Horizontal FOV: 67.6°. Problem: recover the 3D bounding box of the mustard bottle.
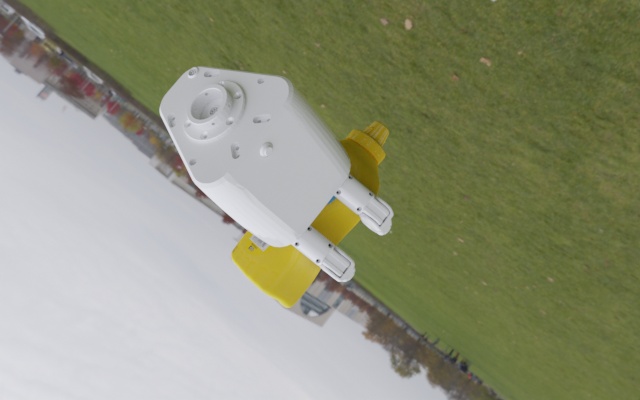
[{"bbox_3d":[0.000,0.002,0.455,0.058,0.191,0.096,42,-7,-33],"label":"mustard bottle"}]
